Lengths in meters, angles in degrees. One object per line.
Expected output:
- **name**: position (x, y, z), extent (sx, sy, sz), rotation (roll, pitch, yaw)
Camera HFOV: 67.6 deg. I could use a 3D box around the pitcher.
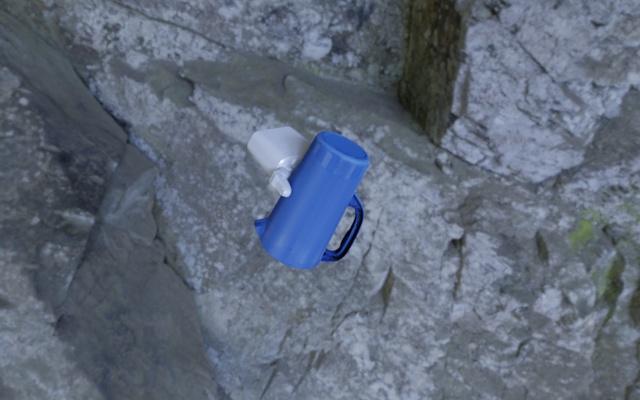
- **pitcher**: position (0.000, 0.003, 0.892), extent (0.149, 0.243, 0.145), rotation (-1, 38, -49)
